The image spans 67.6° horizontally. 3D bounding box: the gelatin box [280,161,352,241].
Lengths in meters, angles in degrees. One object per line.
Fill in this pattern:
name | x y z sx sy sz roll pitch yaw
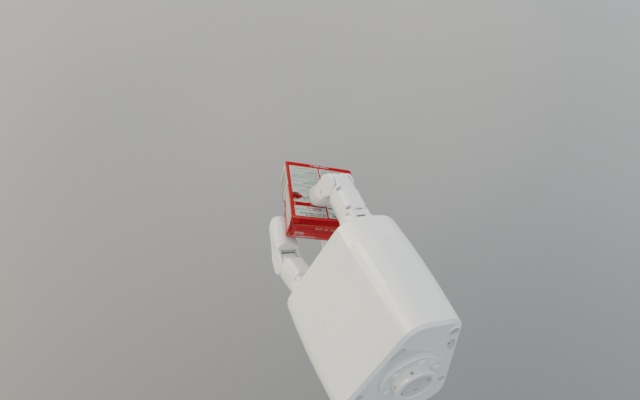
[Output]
gelatin box | 0.000 0.001 0.481 0.073 0.030 0.089 7 40 -16
